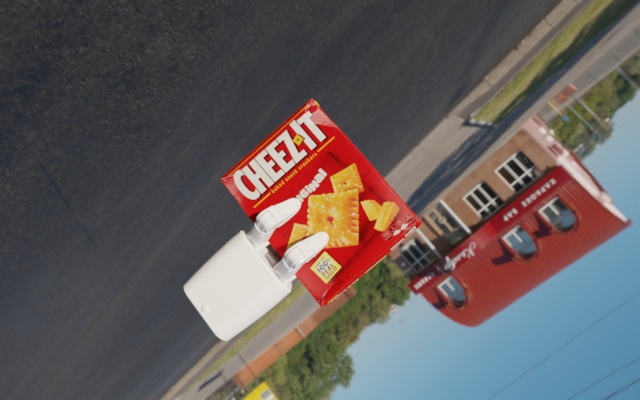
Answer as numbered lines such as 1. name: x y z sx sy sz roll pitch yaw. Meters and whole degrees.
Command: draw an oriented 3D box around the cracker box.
1. cracker box: 0.000 0.002 0.622 0.164 0.213 0.072 -41 -12 4
